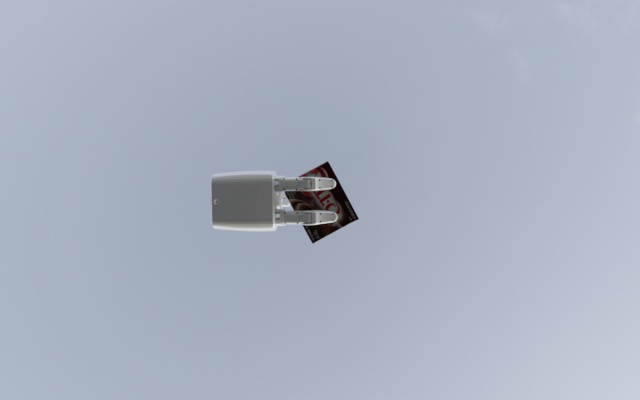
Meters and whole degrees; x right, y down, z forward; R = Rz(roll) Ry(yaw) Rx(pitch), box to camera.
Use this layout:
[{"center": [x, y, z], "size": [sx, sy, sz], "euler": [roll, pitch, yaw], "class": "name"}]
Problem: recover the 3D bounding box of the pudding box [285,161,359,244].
[{"center": [0.000, 0.003, 0.810], "size": [0.090, 0.113, 0.039], "euler": [-29, 3, 4], "class": "pudding box"}]
